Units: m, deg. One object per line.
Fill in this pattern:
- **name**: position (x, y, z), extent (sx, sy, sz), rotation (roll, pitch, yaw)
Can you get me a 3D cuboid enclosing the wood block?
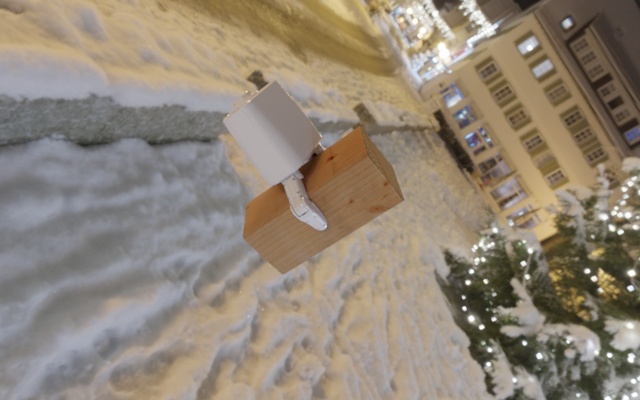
- **wood block**: position (0.000, 0.002, 0.671), extent (0.206, 0.090, 0.090), rotation (-33, 29, 17)
